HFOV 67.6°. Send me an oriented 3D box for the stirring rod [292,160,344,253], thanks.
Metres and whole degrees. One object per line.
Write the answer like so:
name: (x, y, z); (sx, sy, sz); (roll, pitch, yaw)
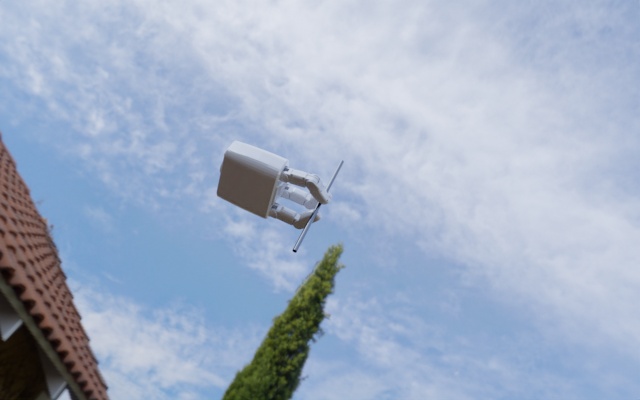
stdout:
stirring rod: (0.000, 0.003, 0.848); (0.011, 0.011, 0.239); (0, 41, 27)
